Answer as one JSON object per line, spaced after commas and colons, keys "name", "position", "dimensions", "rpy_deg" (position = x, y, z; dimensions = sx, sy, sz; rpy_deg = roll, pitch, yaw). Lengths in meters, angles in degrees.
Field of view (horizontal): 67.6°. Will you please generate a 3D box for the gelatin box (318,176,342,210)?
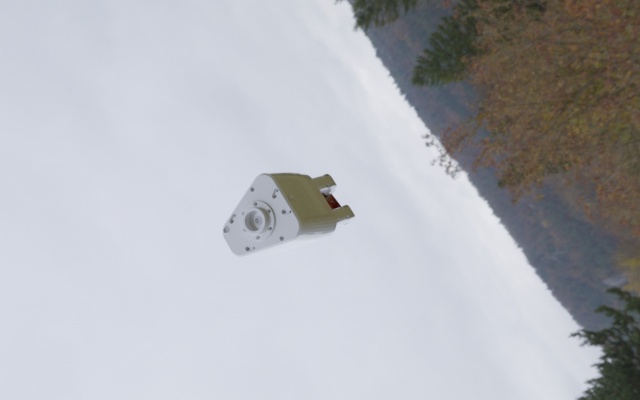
{"name": "gelatin box", "position": [0.000, 0.003, 0.748], "dimensions": [0.030, 0.073, 0.089], "rpy_deg": [-37, 0, 15]}
